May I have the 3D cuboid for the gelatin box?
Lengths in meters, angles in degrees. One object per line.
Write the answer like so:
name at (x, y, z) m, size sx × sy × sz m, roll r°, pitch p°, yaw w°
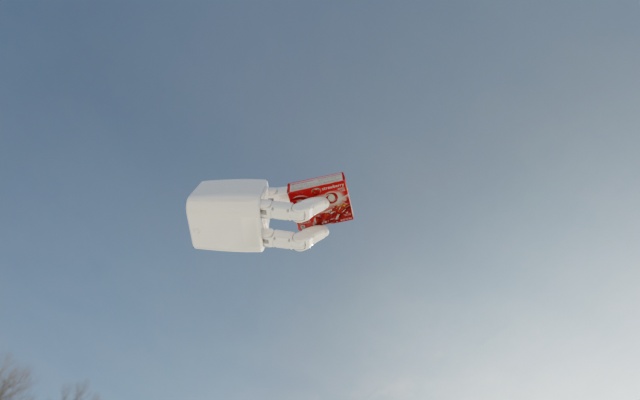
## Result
gelatin box at (0.000, 0.002, 0.725) m, size 0.089 × 0.073 × 0.030 m, roll -12°, pitch 33°, yaw 5°
